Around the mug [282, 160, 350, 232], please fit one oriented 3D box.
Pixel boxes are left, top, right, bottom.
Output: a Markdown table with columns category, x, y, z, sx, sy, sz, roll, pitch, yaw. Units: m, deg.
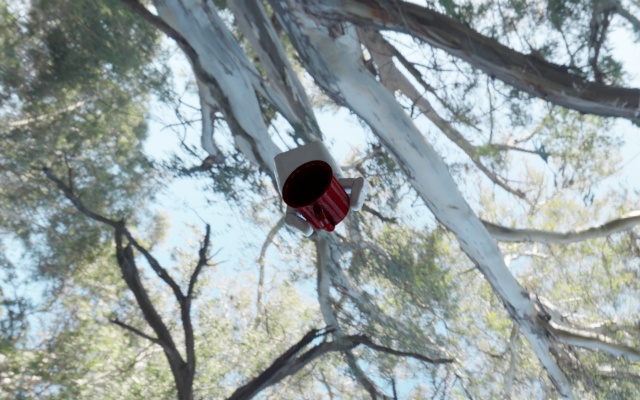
| category | x | y | z | sx | sy | sz | roll | pitch | yaw |
| --- | --- | --- | --- | --- | --- | --- | --- | --- | --- |
| mug | 0.001 | 0.004 | 0.773 | 0.093 | 0.117 | 0.081 | -31 | -46 | 10 |
